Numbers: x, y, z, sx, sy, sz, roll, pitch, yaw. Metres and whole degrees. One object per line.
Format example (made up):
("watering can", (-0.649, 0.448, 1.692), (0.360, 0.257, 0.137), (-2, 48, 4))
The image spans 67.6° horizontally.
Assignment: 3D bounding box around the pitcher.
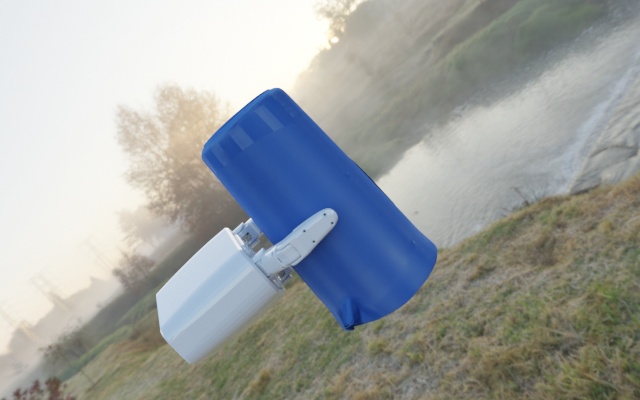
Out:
("pitcher", (0.000, 0.002, 0.504), (0.145, 0.243, 0.149), (-42, 9, -6))
